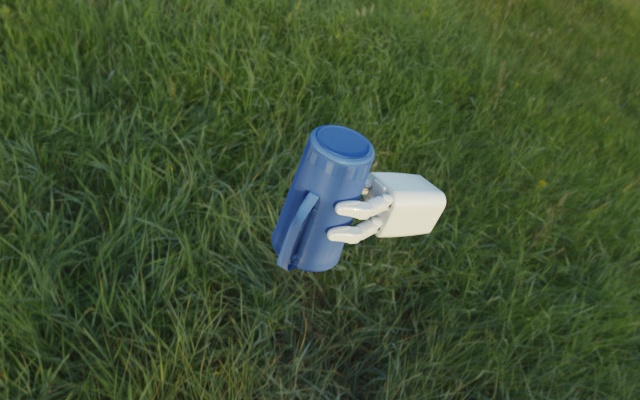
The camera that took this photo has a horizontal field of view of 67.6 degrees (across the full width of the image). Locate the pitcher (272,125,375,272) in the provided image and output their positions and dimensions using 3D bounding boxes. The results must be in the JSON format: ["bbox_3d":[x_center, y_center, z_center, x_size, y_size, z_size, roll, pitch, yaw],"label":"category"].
[{"bbox_3d":[0.000,0.003,0.810,0.145,0.243,0.149,1,41,-22],"label":"pitcher"}]
